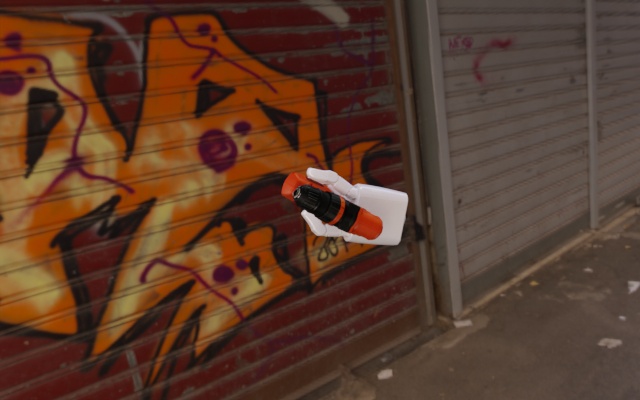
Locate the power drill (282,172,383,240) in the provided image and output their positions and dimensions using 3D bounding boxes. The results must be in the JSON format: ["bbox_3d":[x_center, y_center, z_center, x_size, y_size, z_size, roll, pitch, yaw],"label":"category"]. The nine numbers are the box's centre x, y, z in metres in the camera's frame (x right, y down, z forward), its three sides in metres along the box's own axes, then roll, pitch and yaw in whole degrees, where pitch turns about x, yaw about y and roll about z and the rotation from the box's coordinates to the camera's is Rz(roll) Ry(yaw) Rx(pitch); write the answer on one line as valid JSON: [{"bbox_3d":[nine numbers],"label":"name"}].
[{"bbox_3d":[0.000,0.003,0.859,0.184,0.057,0.187,27,3,-32],"label":"power drill"}]
